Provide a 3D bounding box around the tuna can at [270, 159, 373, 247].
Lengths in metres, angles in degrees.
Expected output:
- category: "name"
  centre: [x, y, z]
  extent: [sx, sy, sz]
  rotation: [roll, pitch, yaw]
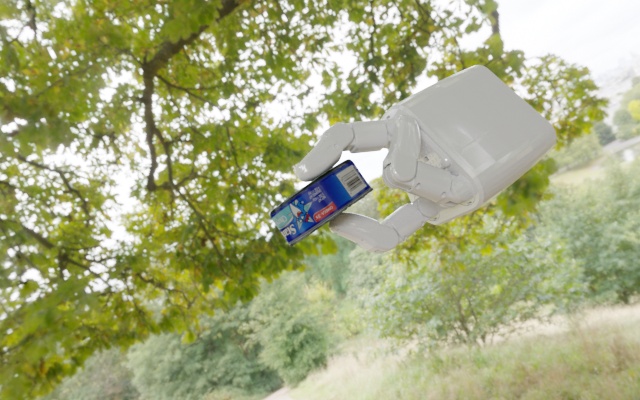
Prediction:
- category: "tuna can"
  centre: [0.000, 0.001, 0.404]
  extent: [0.086, 0.034, 0.086]
  rotation: [-34, -1, 0]
